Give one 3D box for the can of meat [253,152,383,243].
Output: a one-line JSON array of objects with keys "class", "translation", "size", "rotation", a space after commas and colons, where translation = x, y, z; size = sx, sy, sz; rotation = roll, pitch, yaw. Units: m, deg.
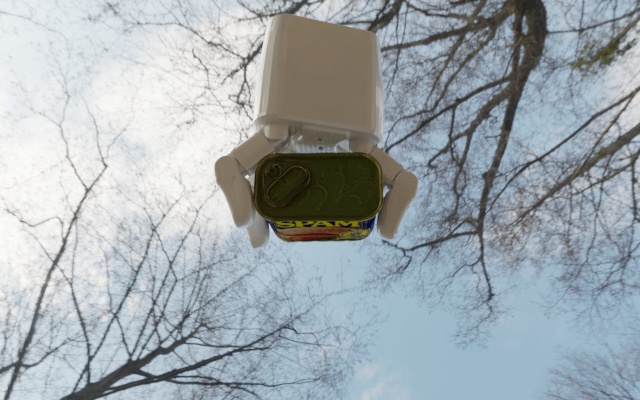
[{"class": "can of meat", "translation": [0.000, 0.002, 0.413], "size": [0.102, 0.057, 0.084], "rotation": [-1, -18, 3]}]
